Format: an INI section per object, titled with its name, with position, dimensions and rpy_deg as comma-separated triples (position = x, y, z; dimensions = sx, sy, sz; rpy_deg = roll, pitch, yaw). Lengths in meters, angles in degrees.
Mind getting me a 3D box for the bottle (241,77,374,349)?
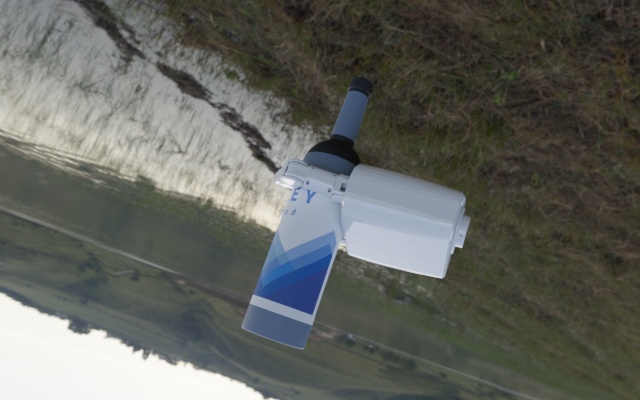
[bottle]
position = 0.000, 0.002, 0.508
dimensions = 0.069, 0.295, 0.069
rpy_deg = 18, -14, 5
